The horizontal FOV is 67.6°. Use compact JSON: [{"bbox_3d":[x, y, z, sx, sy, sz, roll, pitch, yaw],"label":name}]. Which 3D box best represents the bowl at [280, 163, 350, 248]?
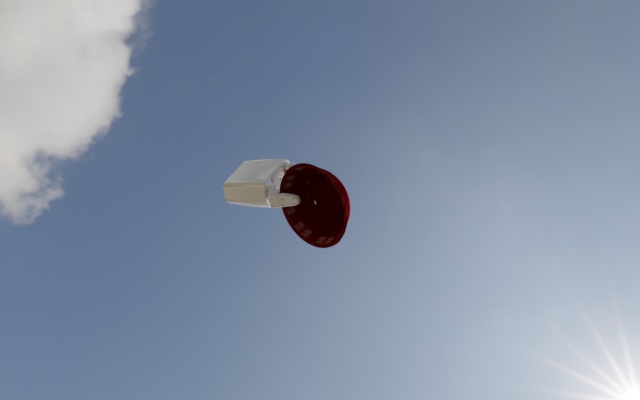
[{"bbox_3d":[0.001,0.003,0.874,0.162,0.162,0.055,0,19,44],"label":"bowl"}]
